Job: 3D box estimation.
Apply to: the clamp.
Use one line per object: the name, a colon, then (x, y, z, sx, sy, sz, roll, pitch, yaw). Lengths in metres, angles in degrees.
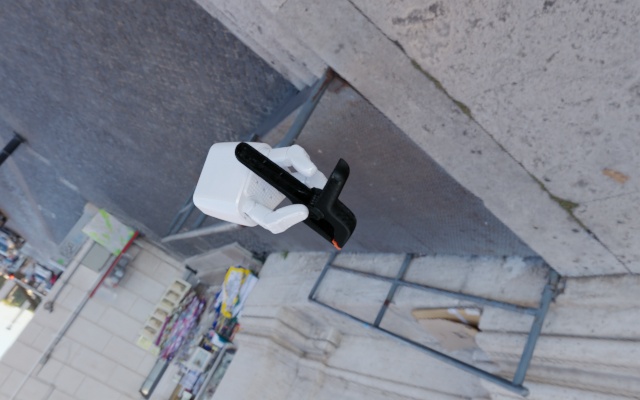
clamp: (0.000, 0.003, 0.621, 0.164, 0.036, 0.210, 10, -30, 40)
